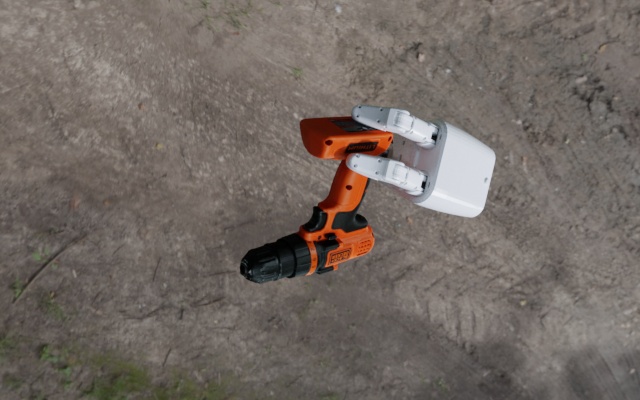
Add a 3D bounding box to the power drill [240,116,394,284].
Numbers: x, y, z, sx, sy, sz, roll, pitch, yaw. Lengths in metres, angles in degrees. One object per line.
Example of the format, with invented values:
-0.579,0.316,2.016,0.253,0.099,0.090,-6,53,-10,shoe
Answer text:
0.000,0.001,0.539,0.184,0.188,0.057,-13,38,-38,power drill
